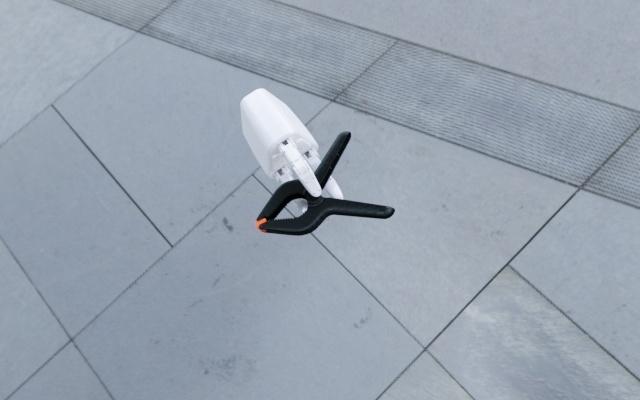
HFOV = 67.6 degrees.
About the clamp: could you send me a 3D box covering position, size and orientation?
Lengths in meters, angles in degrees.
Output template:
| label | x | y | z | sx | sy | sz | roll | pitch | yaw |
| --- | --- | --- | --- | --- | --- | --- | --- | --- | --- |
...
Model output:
| label | x | y | z | sx | sy | sz | roll | pitch | yaw |
| --- | --- | --- | --- | --- | --- | --- | --- | --- | --- |
| clamp | -0.001 | 0.002 | 0.747 | 0.210 | 0.164 | 0.036 | -33 | -24 | -3 |
